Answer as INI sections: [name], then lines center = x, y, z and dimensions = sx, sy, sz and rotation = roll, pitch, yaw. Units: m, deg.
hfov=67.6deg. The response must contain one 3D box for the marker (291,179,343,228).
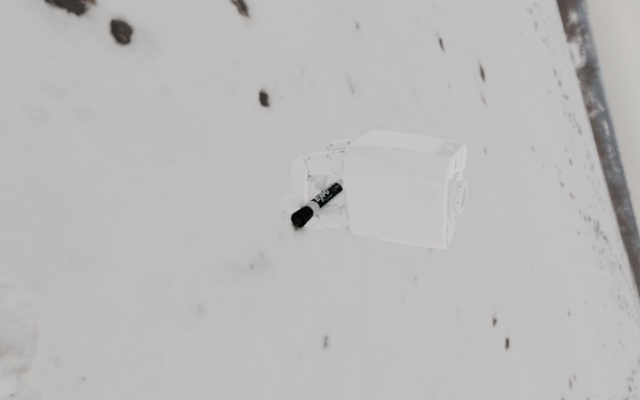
[marker]
center = 0.000, 0.002, 0.566
dimensions = 0.020, 0.020, 0.121
rotation = 0, 20, 28
